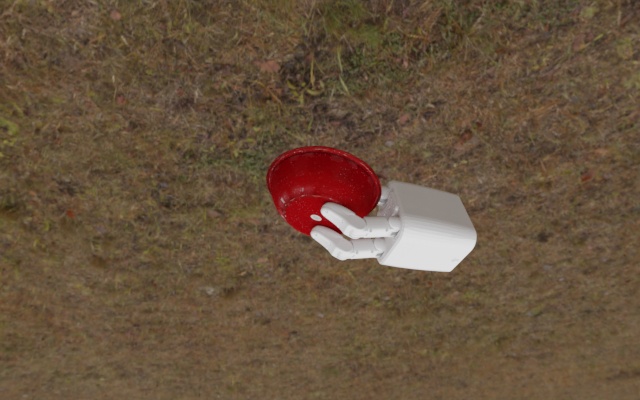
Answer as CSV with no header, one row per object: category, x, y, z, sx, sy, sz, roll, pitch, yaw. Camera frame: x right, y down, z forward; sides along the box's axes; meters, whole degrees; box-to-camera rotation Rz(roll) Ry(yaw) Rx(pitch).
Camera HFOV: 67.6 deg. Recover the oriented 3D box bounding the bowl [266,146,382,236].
bowl,-0.001,0.002,0.647,0.162,0.055,0.162,7,-39,5
